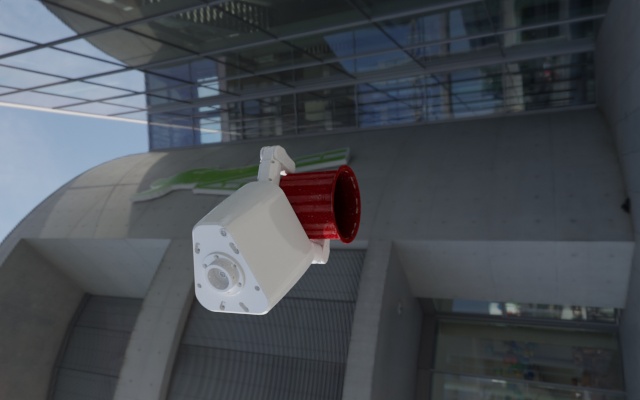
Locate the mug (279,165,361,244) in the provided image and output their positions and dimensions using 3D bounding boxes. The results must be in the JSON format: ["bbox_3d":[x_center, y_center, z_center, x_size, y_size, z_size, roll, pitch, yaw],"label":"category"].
[{"bbox_3d":[0.000,0.001,0.590,0.081,0.093,0.117,-2,19,25],"label":"mug"}]
